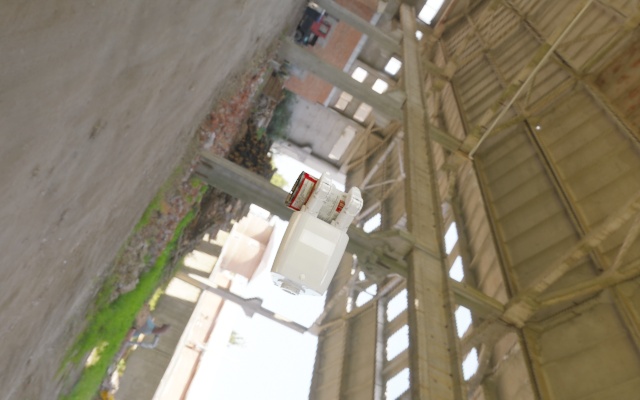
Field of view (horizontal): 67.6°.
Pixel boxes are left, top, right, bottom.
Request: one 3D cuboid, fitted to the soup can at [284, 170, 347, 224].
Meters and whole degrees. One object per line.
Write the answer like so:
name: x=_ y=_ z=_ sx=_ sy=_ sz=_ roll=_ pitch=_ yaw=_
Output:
soup can: x=0.001 y=0.002 z=0.797 sx=0.102 sy=0.068 sz=0.068 roll=28 pitch=-5 yaw=-10
